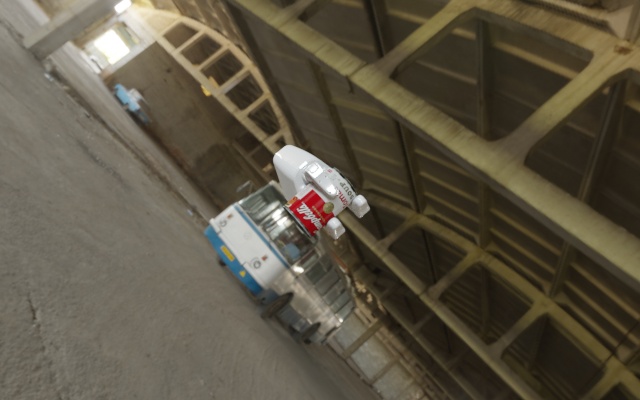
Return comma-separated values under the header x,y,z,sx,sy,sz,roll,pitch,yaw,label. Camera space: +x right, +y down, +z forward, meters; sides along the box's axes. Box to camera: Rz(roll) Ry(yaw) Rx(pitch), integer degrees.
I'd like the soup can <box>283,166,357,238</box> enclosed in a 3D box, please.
x,y,z,sx,sy,sz,roll,pitch,yaw,label
0.001,0.002,0.765,0.102,0.068,0.068,-41,7,-8,soup can
